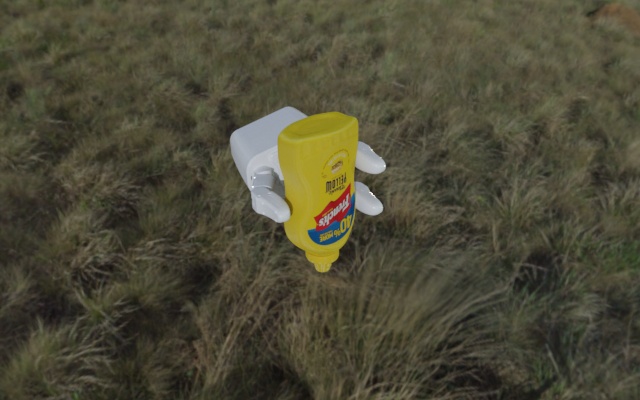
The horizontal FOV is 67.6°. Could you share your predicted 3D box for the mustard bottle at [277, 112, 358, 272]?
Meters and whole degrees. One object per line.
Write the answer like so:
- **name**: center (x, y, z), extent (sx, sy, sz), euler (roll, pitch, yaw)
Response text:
- **mustard bottle**: center (0.000, 0.002, 0.549), extent (0.058, 0.192, 0.096), euler (25, 39, 36)
